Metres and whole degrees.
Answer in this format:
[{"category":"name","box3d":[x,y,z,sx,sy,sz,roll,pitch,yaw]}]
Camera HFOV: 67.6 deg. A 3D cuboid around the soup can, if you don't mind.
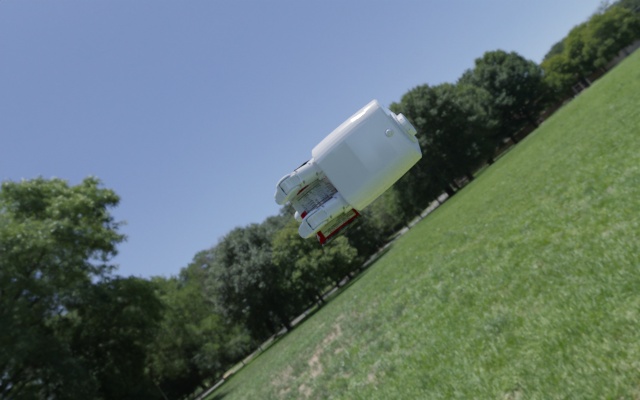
[{"category":"soup can","box3d":[0.000,0.002,0.644,0.068,0.102,0.068,-37,-7,-5]}]
